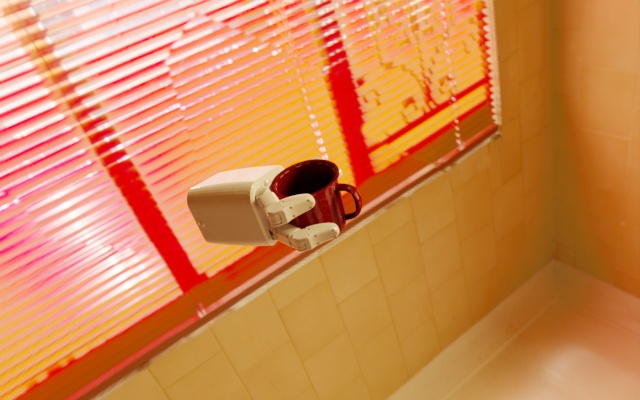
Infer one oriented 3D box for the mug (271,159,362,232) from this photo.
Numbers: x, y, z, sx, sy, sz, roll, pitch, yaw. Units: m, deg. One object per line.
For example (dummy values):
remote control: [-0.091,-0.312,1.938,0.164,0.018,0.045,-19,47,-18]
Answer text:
mug: [0.002,0.002,0.643,0.117,0.081,0.093,-2,36,22]
